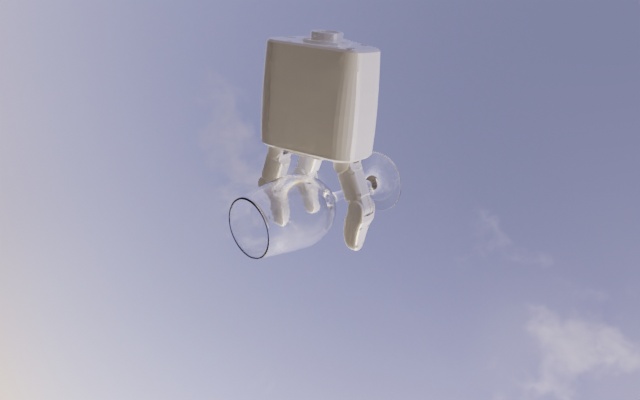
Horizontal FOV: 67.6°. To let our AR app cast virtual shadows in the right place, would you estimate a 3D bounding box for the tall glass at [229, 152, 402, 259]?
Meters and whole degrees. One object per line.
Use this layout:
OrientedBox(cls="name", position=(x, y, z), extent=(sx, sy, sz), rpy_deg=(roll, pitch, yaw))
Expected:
OrientedBox(cls="tall glass", position=(0.001, 0.002, 0.519), extent=(0.079, 0.079, 0.201), rpy_deg=(0, 15, 46))
